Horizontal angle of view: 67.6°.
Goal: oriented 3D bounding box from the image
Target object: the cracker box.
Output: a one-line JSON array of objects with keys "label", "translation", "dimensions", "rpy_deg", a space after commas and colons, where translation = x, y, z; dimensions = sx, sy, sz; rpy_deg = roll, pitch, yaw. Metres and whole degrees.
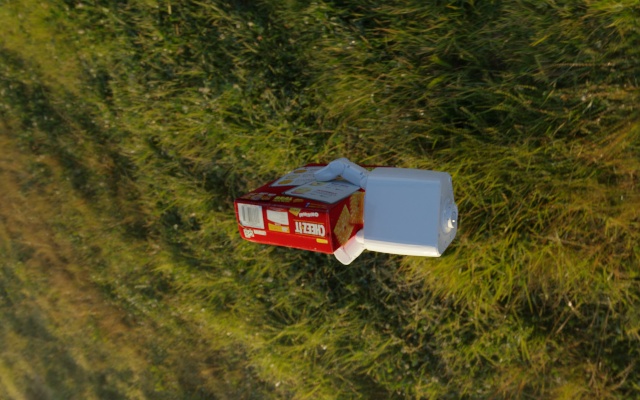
[{"label": "cracker box", "translation": [0.000, 0.002, 0.739], "dimensions": [0.164, 0.072, 0.213], "rpy_deg": [5, 21, 31]}]
